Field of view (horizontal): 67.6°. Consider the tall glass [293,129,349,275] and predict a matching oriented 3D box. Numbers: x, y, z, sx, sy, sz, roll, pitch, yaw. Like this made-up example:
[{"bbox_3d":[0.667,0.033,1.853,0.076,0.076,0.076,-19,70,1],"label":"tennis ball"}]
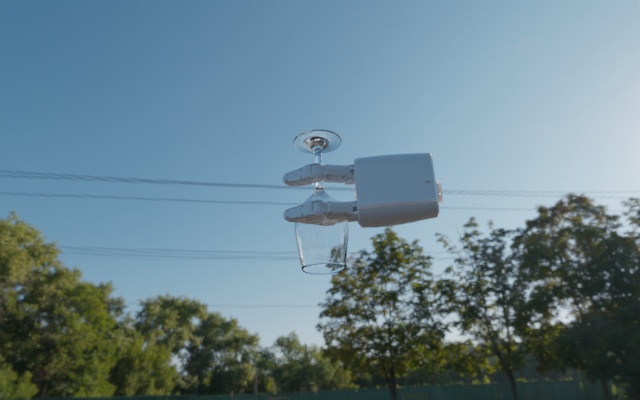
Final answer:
[{"bbox_3d":[0.000,0.002,0.693,0.079,0.201,0.079,-2,-22,-1],"label":"tall glass"}]
